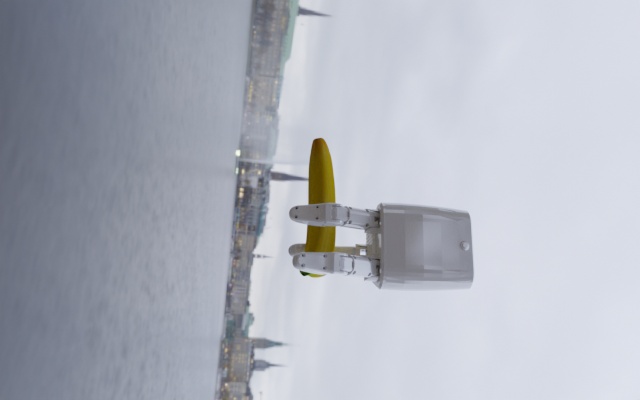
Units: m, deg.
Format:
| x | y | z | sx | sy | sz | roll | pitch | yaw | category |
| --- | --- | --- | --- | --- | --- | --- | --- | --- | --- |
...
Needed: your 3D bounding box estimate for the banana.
| x | y | z | sx | sy | sz | roll | pitch | yaw | category |
| --- | --- | --- | --- | --- | --- | --- | --- | --- | --- |
| 0.001 | 0.015 | 0.580 | 0.037 | 0.197 | 0.070 | 1 | -35 | 3 | banana |
